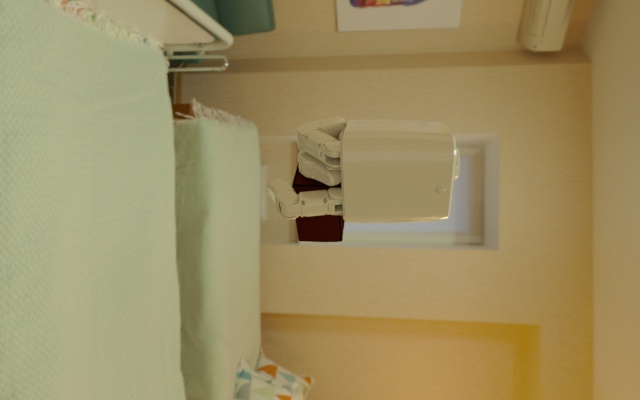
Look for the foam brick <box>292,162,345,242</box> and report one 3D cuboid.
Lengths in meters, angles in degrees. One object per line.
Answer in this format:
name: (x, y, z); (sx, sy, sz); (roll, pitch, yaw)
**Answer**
foam brick: (0.000, 0.002, 0.536); (0.051, 0.078, 0.053); (0, 35, 7)
